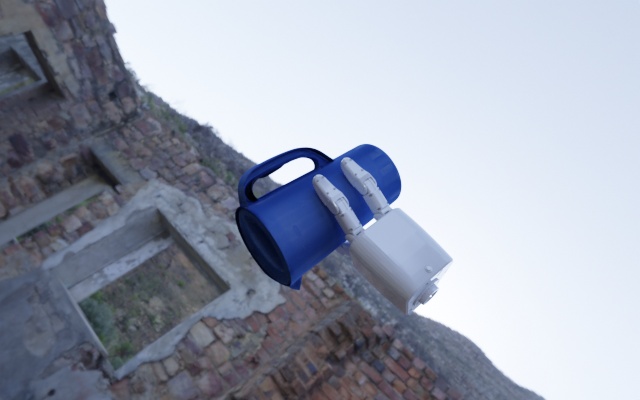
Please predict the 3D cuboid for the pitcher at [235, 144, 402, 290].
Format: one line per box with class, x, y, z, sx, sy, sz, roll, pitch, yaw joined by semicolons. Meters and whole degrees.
pitcher;0.000;0.002;0.714;0.242;0.145;0.149;-33;-29;-26
